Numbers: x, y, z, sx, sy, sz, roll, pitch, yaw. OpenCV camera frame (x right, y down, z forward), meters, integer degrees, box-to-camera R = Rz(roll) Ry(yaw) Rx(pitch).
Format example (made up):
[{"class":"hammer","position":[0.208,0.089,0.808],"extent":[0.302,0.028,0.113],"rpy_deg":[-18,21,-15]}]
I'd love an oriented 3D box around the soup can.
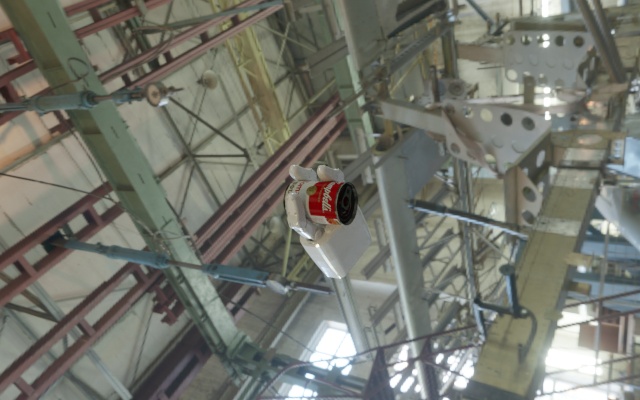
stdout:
[{"class":"soup can","position":[0.000,0.002,0.768],"extent":[0.102,0.068,0.068],"rpy_deg":[4,2,33]}]
